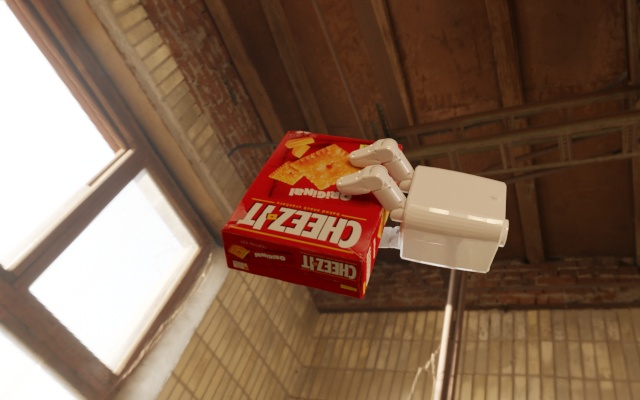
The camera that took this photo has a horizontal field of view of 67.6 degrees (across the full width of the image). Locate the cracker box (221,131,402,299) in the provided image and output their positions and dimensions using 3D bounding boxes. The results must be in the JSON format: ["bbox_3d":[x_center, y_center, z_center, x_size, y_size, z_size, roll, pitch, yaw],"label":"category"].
[{"bbox_3d":[0.000,0.002,0.588,0.164,0.072,0.213,10,42,15],"label":"cracker box"}]
